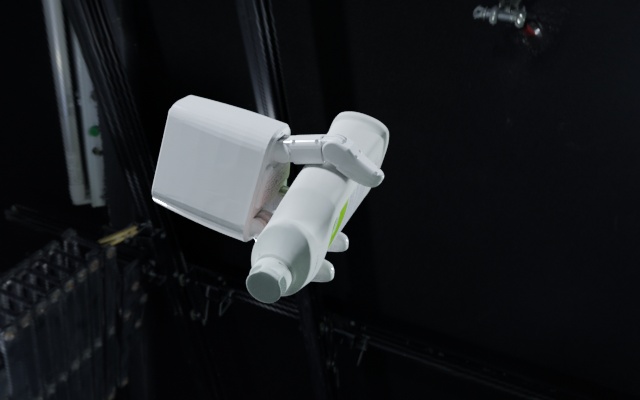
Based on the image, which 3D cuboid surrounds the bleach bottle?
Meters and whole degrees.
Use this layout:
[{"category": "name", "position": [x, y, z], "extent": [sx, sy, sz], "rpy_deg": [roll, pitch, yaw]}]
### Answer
[{"category": "bleach bottle", "position": [0.000, 0.002, 0.450], "extent": [0.068, 0.103, 0.250], "rpy_deg": [21, 32, 10]}]
